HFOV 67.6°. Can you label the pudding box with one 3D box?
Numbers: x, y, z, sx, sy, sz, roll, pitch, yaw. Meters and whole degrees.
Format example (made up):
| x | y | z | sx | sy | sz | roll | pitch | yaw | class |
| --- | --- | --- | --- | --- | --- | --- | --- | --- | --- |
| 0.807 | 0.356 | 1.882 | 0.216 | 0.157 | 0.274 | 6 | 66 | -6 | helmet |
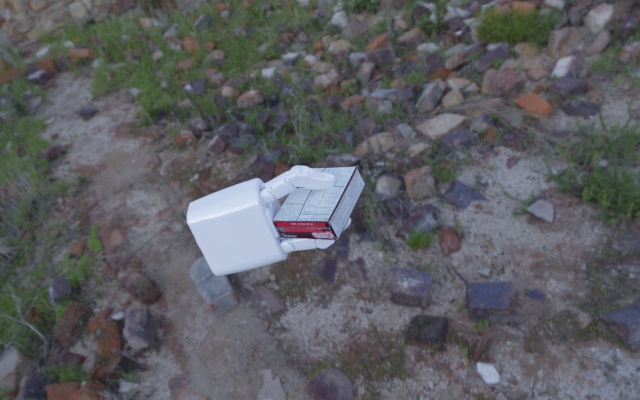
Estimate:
| x | y | z | sx | sy | sz | roll | pitch | yaw | class |
| --- | --- | --- | --- | --- | --- | --- | --- | --- | --- |
| 0.000 | 0.002 | 0.646 | 0.090 | 0.113 | 0.039 | 1 | -45 | 32 | pudding box |
